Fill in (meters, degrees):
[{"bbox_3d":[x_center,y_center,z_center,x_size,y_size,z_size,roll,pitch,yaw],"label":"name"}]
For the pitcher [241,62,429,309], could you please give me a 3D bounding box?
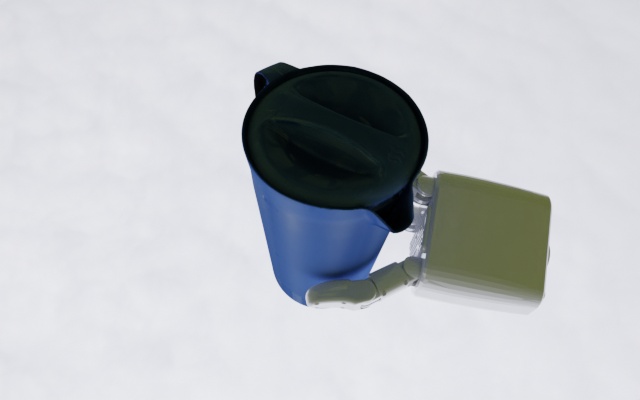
[{"bbox_3d":[0.000,0.002,0.439,0.145,0.149,0.243,10,-32,2],"label":"pitcher"}]
